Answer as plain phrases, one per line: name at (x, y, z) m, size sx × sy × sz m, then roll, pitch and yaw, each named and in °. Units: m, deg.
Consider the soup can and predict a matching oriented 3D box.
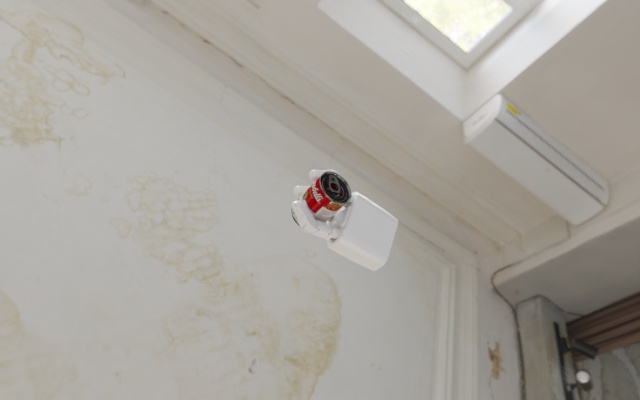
soup can at (0.000, 0.003, 0.870) m, size 0.068 × 0.068 × 0.102 m, roll 0°, pitch -31°, yaw -40°
